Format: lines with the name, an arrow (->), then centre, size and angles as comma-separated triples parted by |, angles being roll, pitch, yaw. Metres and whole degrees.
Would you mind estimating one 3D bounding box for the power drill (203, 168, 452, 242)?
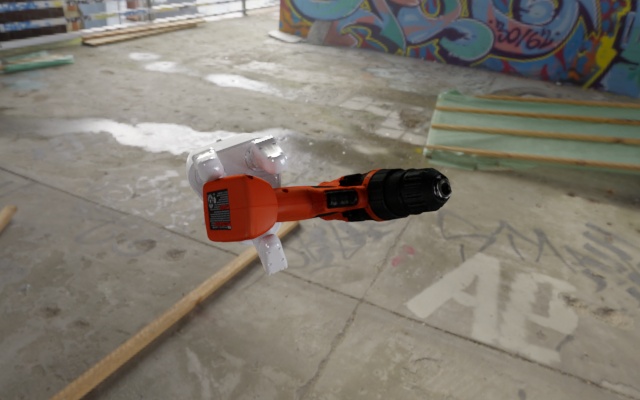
power drill -> 0.000, 0.001, 0.446 | 0.187, 0.057, 0.184 | -3, -4, -35
